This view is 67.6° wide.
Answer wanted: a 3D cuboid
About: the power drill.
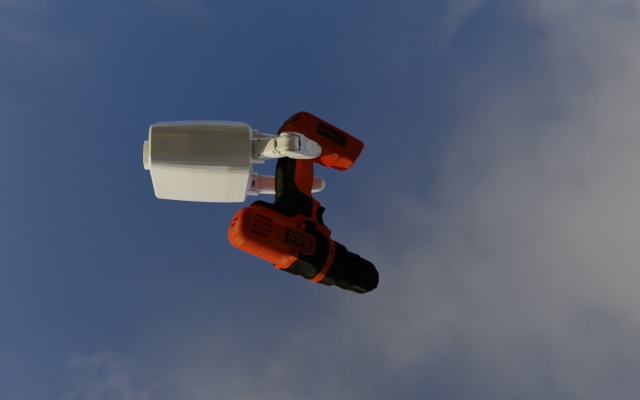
[{"bbox_3d":[0.000,0.001,0.558,0.184,0.187,0.057,26,-34,-23],"label":"power drill"}]
